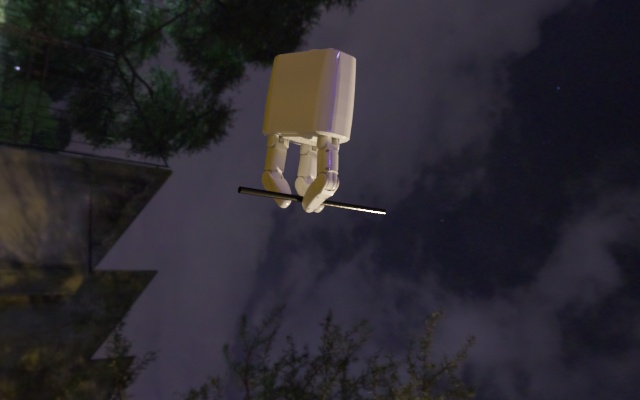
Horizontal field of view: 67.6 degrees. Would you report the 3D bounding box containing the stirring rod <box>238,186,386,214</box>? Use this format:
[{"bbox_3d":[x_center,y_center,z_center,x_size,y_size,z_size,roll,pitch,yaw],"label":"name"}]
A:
[{"bbox_3d":[0.000,0.002,0.622,0.239,0.011,0.011,9,-6,-39],"label":"stirring rod"}]
